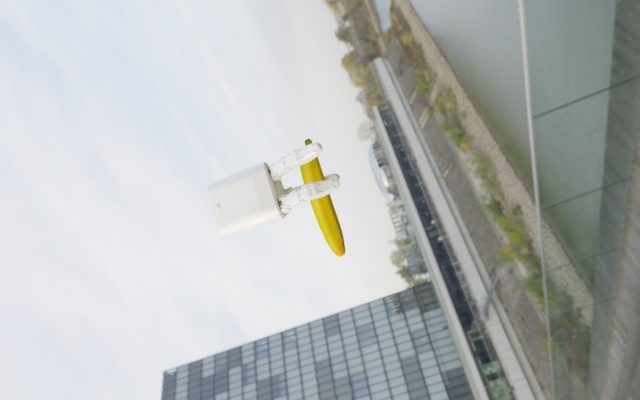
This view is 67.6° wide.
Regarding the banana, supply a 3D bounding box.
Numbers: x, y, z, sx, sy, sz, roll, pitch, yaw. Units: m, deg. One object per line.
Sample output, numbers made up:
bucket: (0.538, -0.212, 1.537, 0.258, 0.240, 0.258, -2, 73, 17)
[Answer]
banana: (-0.001, -0.004, 0.787, 0.037, 0.198, 0.069, -18, 9, 3)
